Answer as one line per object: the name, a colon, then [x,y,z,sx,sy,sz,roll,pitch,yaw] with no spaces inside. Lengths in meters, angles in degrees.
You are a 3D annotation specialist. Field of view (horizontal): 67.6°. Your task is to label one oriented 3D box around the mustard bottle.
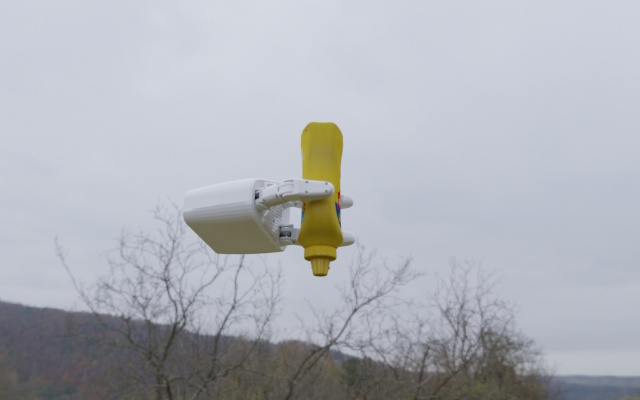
mustard bottle: [0.000,0.002,0.616,0.058,0.191,0.096,2,-20,-1]
